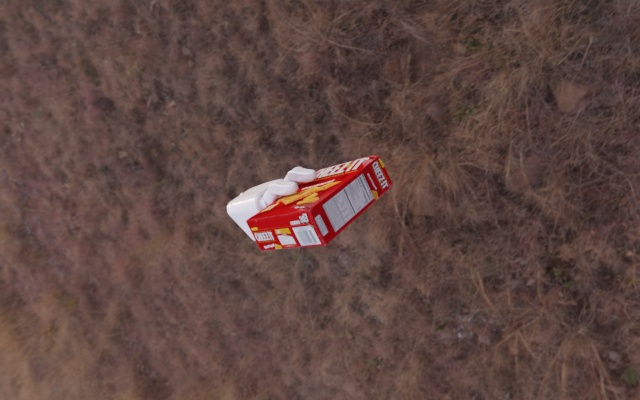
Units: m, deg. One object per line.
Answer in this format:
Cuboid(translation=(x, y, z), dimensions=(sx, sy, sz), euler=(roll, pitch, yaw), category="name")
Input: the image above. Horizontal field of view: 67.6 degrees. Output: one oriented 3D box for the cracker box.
Cuboid(translation=(0.000, 0.003, 0.841), dimensions=(0.164, 0.072, 0.213), euler=(-10, 21, 45), category="cracker box")
